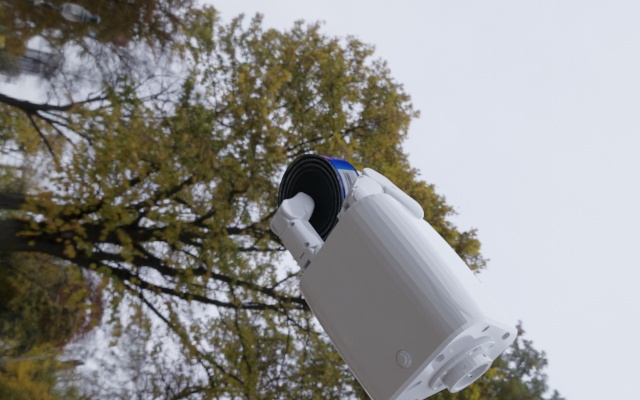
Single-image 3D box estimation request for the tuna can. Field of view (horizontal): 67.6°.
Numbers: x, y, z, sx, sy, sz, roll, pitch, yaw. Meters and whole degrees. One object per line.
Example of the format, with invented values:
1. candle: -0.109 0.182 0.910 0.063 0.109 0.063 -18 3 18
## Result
1. tuna can: 0.000 0.001 0.436 0.034 0.086 0.086 1 -1 -43
